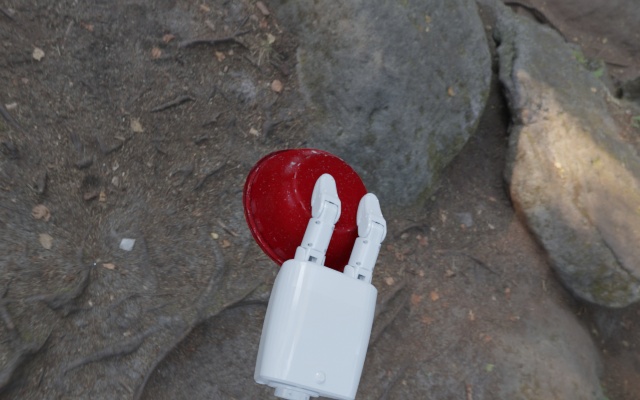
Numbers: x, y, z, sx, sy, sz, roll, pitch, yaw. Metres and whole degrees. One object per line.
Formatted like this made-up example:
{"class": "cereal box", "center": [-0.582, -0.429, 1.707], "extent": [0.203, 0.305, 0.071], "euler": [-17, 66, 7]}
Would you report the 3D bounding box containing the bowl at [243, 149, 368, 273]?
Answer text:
{"class": "bowl", "center": [0.000, 0.000, 0.523], "extent": [0.162, 0.162, 0.055], "euler": [0, -25, -33]}
